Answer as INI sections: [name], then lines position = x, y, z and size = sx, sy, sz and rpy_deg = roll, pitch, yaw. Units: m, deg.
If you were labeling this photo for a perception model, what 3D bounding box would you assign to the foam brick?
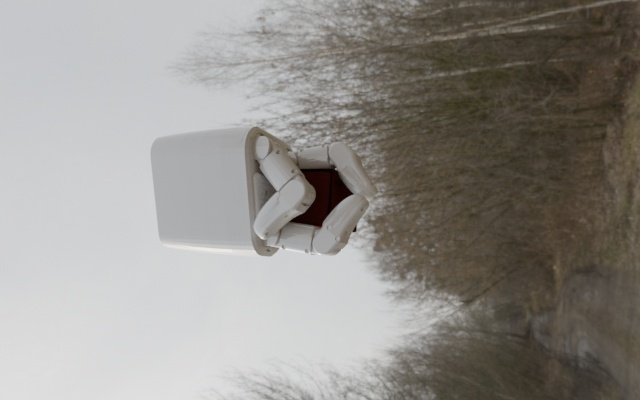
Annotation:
[foam brick]
position = 0.000, 0.002, 0.456
size = 0.051, 0.053, 0.078
rpy_deg = -1, -9, 21
